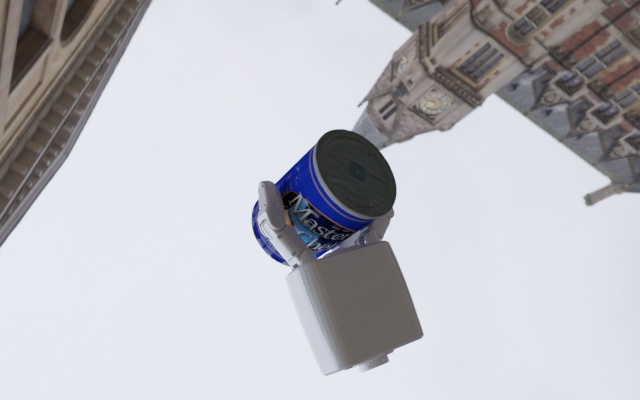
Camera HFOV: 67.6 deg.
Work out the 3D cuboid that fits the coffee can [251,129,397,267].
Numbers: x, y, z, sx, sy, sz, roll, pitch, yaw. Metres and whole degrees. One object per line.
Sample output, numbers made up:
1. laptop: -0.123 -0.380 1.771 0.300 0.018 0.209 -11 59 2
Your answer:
1. coffee can: 0.000 0.002 0.531 0.103 0.102 0.140 0 -27 -38
